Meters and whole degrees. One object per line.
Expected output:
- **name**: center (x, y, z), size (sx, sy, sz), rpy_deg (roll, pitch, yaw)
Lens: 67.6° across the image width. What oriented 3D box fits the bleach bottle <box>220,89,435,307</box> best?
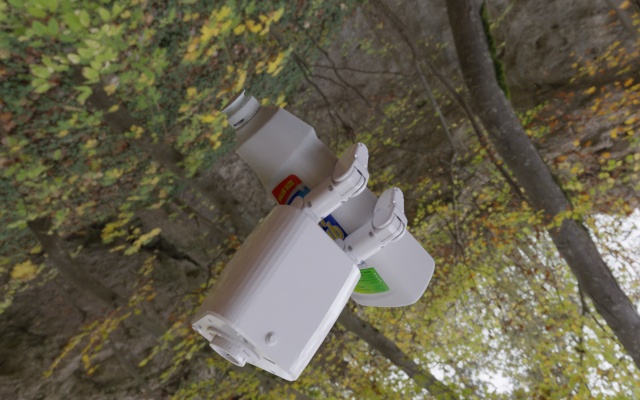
- **bleach bottle**: center (0.000, 0.001, 0.456), size (0.251, 0.068, 0.102), rpy_deg (47, -31, -21)
